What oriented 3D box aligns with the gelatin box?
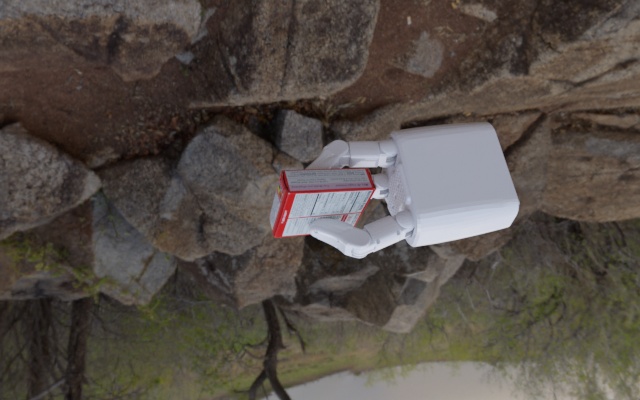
[{"bbox_3d":[0.000,0.002,0.463,0.089,0.030,0.073,-4,-35,-20],"label":"gelatin box"}]
